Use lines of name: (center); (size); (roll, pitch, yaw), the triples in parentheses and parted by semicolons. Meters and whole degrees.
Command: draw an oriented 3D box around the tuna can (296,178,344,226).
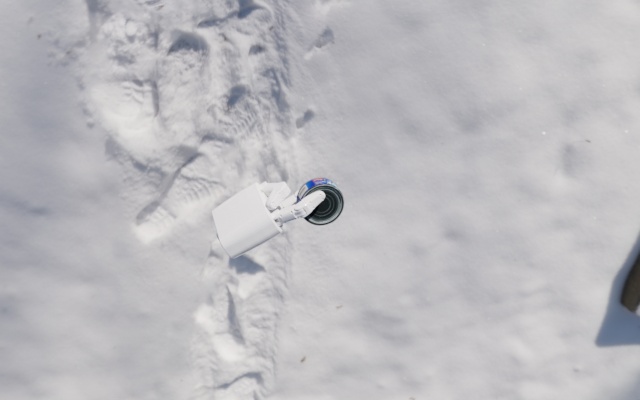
tuna can: (0.000, 0.003, 0.884); (0.086, 0.086, 0.033); (0, 24, -15)
